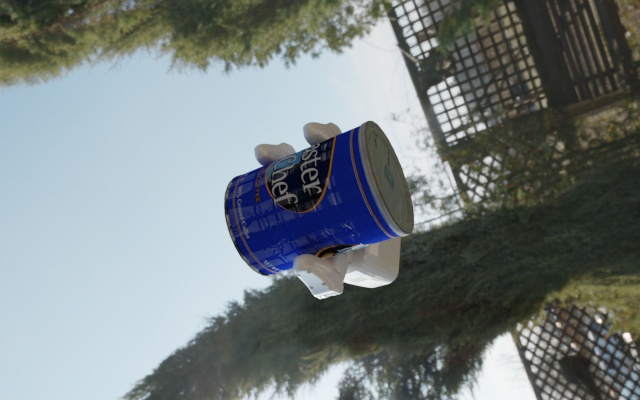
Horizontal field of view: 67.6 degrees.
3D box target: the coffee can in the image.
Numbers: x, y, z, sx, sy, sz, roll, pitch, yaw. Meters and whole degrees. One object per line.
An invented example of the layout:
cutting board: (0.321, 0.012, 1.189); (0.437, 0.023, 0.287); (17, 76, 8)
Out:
coffee can: (0.000, 0.001, 0.432); (0.140, 0.103, 0.103); (-20, -8, 22)
